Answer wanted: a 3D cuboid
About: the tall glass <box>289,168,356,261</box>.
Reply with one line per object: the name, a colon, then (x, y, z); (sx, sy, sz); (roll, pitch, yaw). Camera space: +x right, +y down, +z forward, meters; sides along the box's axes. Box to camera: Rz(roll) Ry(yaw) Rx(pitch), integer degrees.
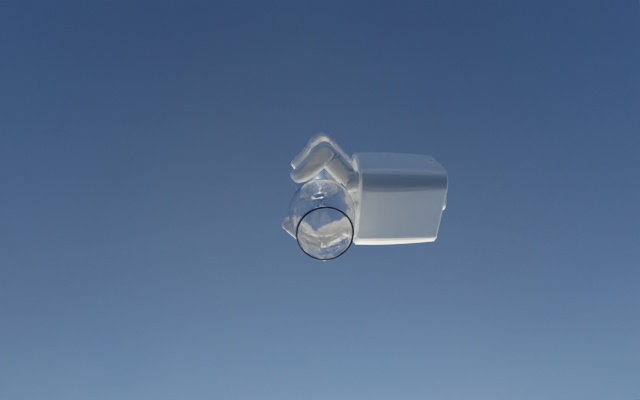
tall glass: (0.000, 0.002, 0.594); (0.079, 0.079, 0.201); (0, 20, -3)
